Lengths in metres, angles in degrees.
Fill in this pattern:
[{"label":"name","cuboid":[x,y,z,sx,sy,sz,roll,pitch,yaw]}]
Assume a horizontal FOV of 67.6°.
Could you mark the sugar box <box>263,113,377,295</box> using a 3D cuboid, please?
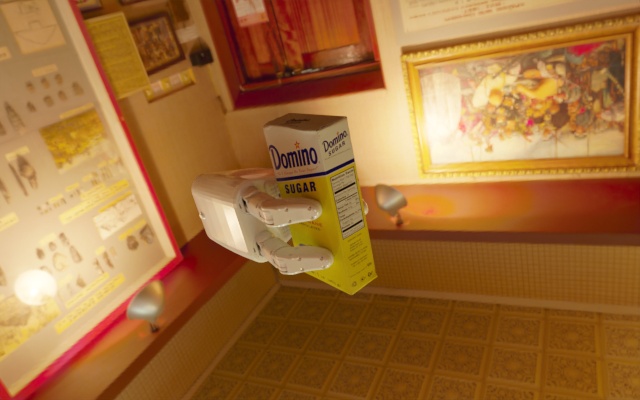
[{"label":"sugar box","cuboid":[0.000,0.002,0.490,0.048,0.176,0.093,-30,27,-31]}]
